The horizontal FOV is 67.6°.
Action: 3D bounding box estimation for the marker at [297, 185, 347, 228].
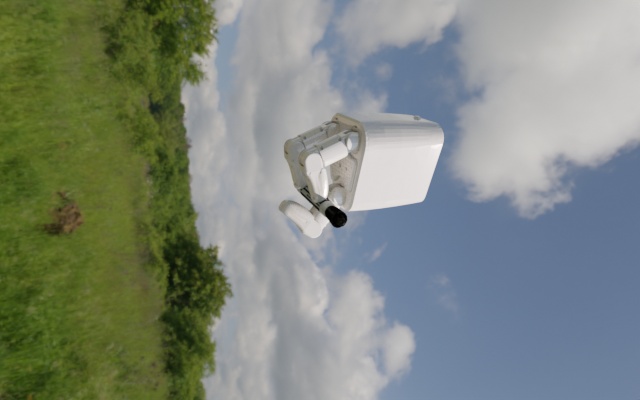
[{"bbox_3d":[0.000,0.002,0.544,0.020,0.020,0.121,0,19,-23],"label":"marker"}]
